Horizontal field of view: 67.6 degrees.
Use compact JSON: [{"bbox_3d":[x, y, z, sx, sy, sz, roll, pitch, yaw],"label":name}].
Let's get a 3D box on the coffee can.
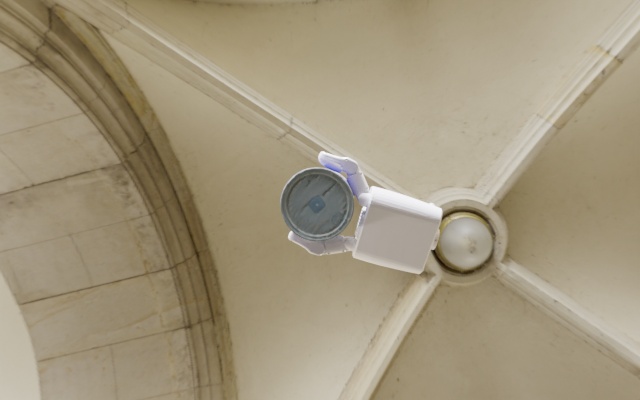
[{"bbox_3d":[0.000,0.002,0.725,0.103,0.103,0.140,0,3,4],"label":"coffee can"}]
